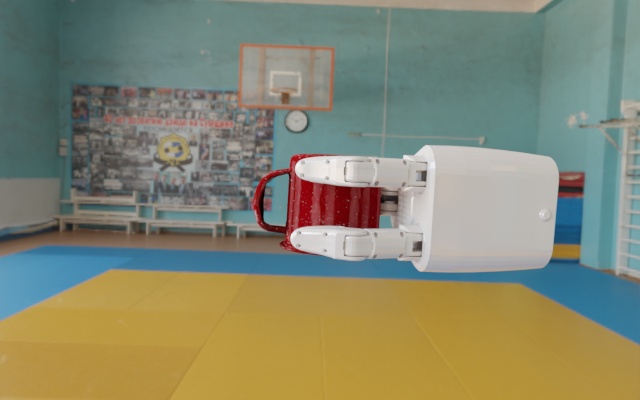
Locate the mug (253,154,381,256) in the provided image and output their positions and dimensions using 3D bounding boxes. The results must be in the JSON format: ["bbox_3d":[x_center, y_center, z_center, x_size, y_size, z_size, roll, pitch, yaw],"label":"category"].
[{"bbox_3d":[-0.001,0.001,0.420,0.117,0.081,0.093,2,3,-10],"label":"mug"}]
